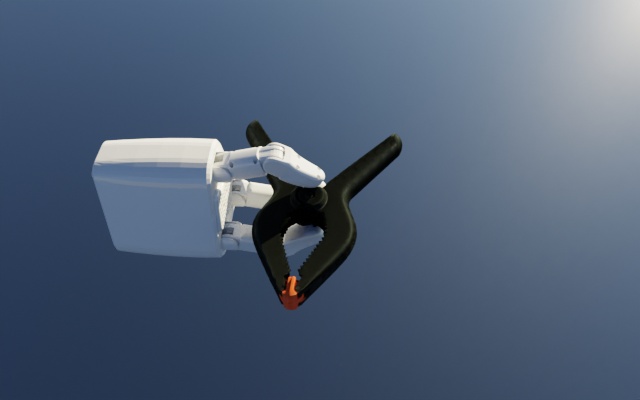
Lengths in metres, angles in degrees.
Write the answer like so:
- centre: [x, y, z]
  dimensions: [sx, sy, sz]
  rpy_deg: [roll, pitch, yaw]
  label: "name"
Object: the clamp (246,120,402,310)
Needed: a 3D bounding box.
- centre: [0.000, 0.001, 0.451]
  dimensions: [0.164, 0.209, 0.036]
  rpy_deg: [0, -38, 2]
  label: "clamp"
